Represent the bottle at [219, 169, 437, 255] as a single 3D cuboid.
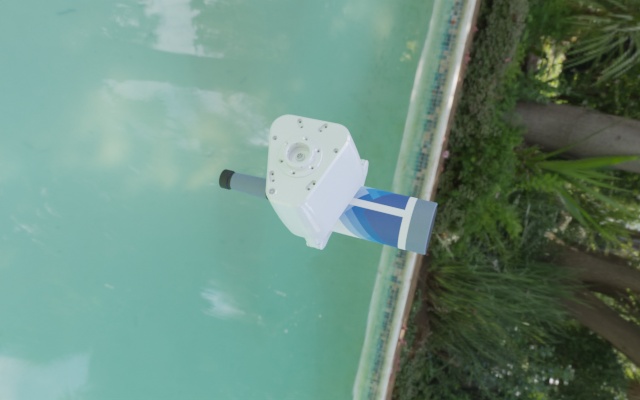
[{"bbox_3d":[0.000,0.002,0.634,0.295,0.069,0.069,14,4,16],"label":"bottle"}]
